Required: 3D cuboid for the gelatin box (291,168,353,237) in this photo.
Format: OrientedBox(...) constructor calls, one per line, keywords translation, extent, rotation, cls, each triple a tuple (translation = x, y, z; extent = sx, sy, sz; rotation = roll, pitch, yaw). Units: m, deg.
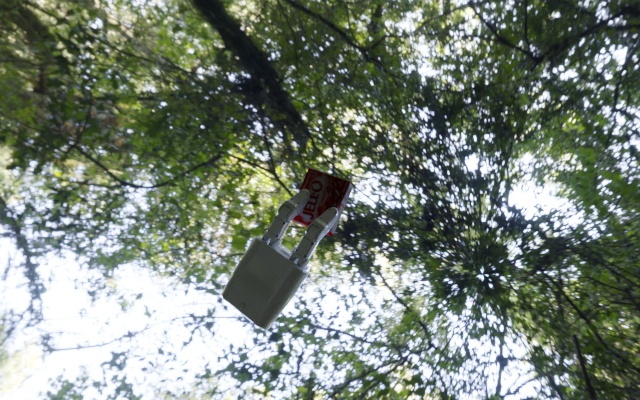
OrientedBox(translation=(0.000, 0.002, 0.745), extent=(0.073, 0.089, 0.030), rotation=(20, -10, 18), cls="gelatin box")
